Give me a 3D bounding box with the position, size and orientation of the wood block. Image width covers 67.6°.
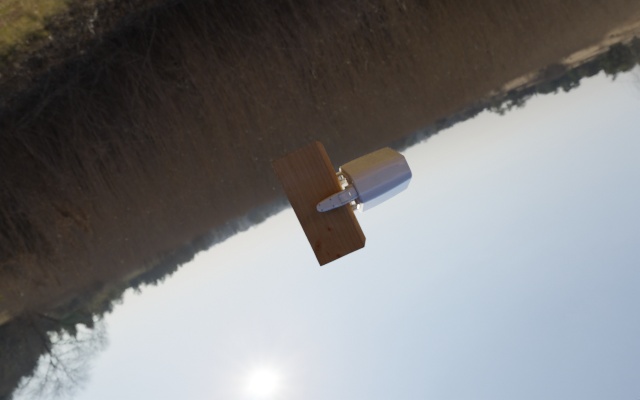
[{"bbox_3d":[0.001,0.003,0.881,0.090,0.206,0.091,-25,3,9],"label":"wood block"}]
